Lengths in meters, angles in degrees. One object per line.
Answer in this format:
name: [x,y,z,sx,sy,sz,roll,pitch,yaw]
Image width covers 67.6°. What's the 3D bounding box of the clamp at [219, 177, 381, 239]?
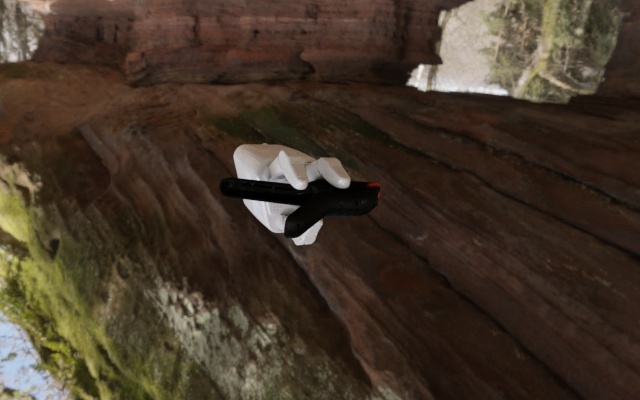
clamp: [0.000,0.003,0.591,0.210,0.036,0.164,-3,21,-30]
